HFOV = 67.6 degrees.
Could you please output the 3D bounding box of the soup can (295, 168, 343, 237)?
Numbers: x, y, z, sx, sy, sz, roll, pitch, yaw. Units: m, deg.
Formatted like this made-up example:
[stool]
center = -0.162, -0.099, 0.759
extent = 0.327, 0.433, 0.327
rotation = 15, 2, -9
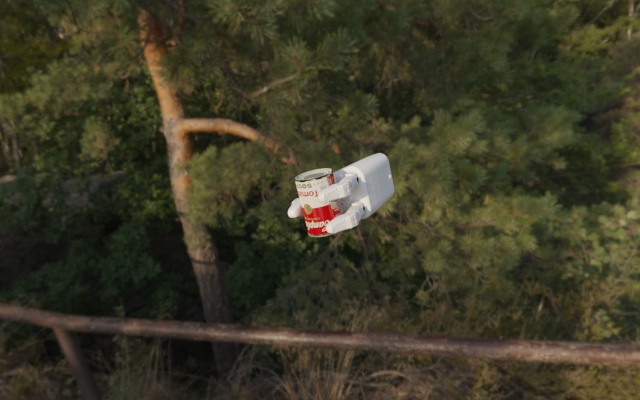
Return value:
[soup can]
center = 0.000, 0.003, 0.818
extent = 0.068, 0.102, 0.068
rotation = -12, 15, 3
